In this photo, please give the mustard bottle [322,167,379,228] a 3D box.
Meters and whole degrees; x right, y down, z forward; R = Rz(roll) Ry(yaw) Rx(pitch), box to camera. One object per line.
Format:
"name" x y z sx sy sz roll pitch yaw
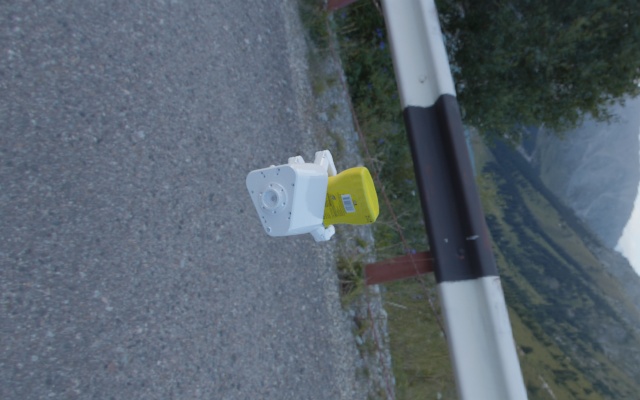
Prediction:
"mustard bottle" 0.000 0.003 0.840 0.191 0.096 0.058 -9 23 24
